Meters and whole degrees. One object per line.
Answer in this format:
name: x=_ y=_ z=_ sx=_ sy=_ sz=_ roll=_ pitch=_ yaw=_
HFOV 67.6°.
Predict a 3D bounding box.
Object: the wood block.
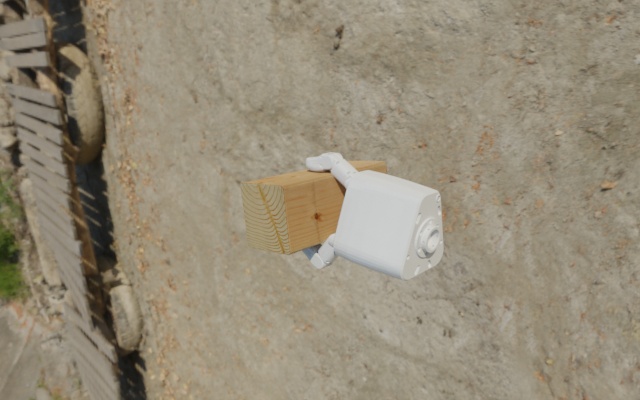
wood block: x=0.000 y=0.002 z=0.682 sx=0.090 sy=0.091 sz=0.206 roll=5 pitch=15 yaw=45
